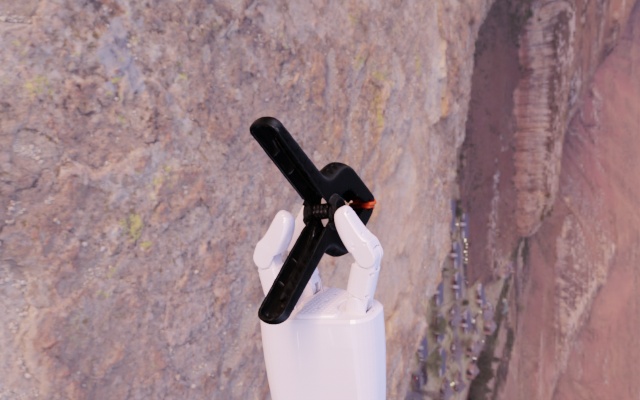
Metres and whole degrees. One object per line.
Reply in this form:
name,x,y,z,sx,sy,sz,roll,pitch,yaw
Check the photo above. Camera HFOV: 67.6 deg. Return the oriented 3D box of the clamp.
clamp,0.001,0.002,0.451,0.036,0.164,0.210,1,11,29
